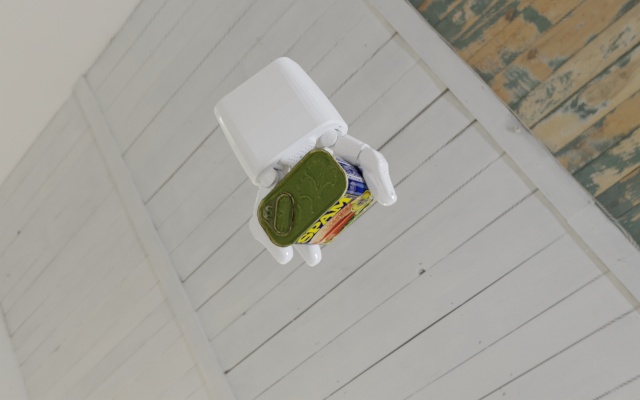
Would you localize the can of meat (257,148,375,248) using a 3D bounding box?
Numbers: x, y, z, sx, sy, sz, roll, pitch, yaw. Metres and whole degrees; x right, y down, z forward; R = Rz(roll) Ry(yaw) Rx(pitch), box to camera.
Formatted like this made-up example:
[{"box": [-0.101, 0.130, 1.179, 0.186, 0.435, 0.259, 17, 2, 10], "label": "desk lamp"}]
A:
[{"box": [0.000, 0.002, 0.487, 0.102, 0.057, 0.084, -44, -23, 18], "label": "can of meat"}]
